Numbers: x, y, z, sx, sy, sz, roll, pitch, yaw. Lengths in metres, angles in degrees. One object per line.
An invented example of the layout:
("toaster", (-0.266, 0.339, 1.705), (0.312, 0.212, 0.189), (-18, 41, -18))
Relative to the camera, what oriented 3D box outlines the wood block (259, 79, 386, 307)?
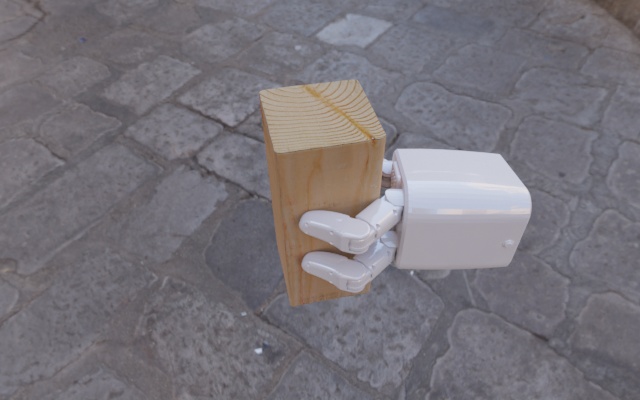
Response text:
("wood block", (0.000, 0.001, 0.459), (0.090, 0.206, 0.090), (-9, 45, -8))
